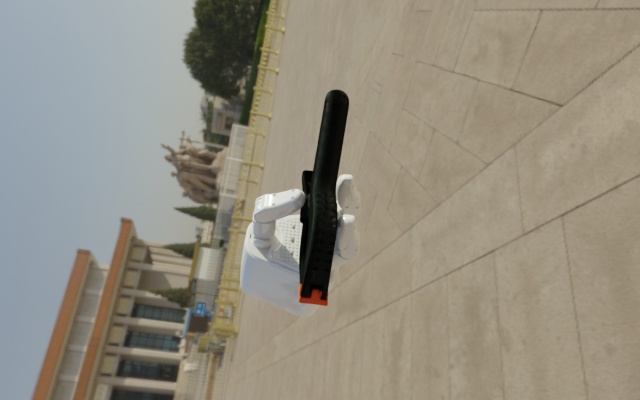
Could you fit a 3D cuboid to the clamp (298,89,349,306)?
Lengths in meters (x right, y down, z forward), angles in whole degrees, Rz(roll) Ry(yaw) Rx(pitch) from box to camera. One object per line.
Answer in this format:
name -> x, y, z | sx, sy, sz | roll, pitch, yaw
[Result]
clamp -> -0.001, 0.002, 0.495 | 0.036, 0.209, 0.165 | 8, -38, -7
